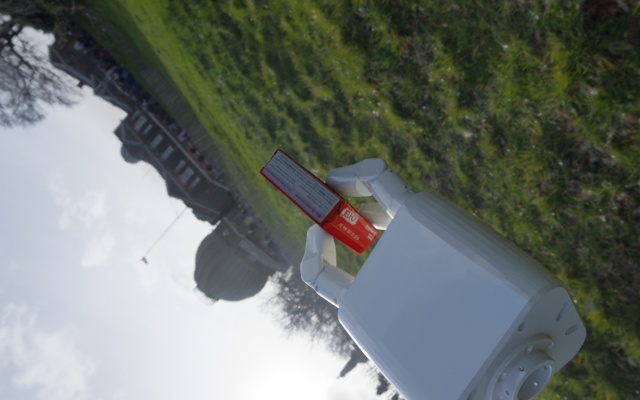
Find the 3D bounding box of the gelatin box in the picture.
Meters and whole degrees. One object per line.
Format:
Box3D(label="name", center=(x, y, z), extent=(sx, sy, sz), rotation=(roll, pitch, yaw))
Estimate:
Box3D(label="gelatin box", center=(0.000, 0.002, 0.403), extent=(0.089, 0.030, 0.073), rotation=(39, -1, 37))
